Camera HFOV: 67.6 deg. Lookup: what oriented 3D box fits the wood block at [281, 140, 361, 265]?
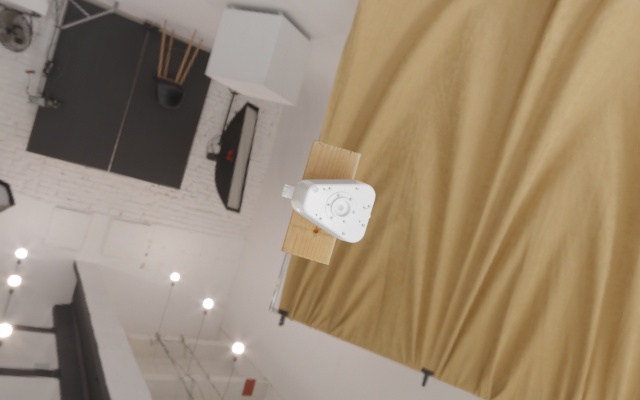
[{"bbox_3d":[0.000,0.003,0.888,0.091,0.206,0.090,17,0,-2],"label":"wood block"}]
